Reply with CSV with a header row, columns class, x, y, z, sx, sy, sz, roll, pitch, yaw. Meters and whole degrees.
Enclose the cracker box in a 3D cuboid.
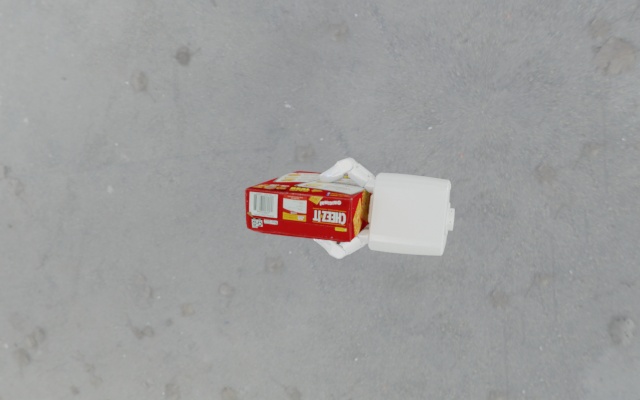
class,x,y,z,sx,sy,sz,roll,pitch,yaw
cracker box,0.000,0.002,0.767,0.164,0.072,0.213,5,12,18
